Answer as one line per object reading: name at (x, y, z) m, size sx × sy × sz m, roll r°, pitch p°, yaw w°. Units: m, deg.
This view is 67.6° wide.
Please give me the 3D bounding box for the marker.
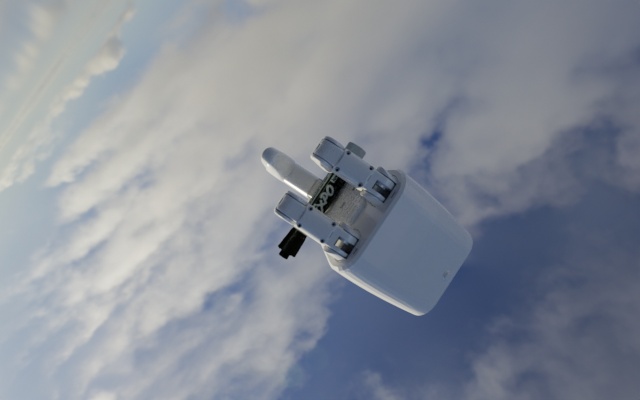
marker at (0.000, 0.001, 0.433) m, size 0.020 × 0.121 × 0.020 m, roll 34°, pitch -1°, yaw 1°
